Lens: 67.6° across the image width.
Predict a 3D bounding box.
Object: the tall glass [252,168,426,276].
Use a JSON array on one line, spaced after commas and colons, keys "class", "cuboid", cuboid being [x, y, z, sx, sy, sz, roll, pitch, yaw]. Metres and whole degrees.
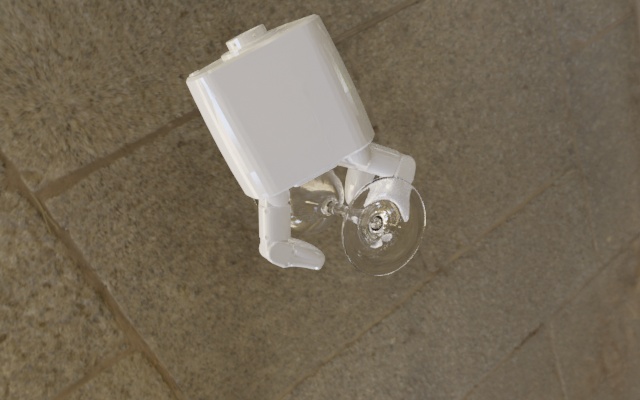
[{"class": "tall glass", "cuboid": [0.000, 0.002, 0.432, 0.079, 0.079, 0.201, 0, 10, -29]}]
